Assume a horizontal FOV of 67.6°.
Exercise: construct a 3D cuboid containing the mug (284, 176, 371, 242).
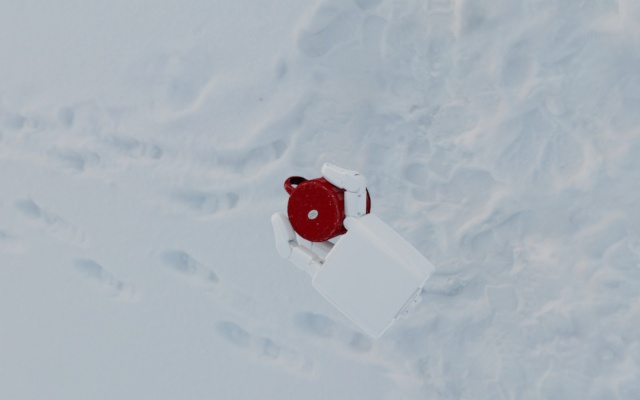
[{"bbox_3d":[-0.001,0.001,0.642,0.117,0.093,0.081,38,25,19],"label":"mug"}]
